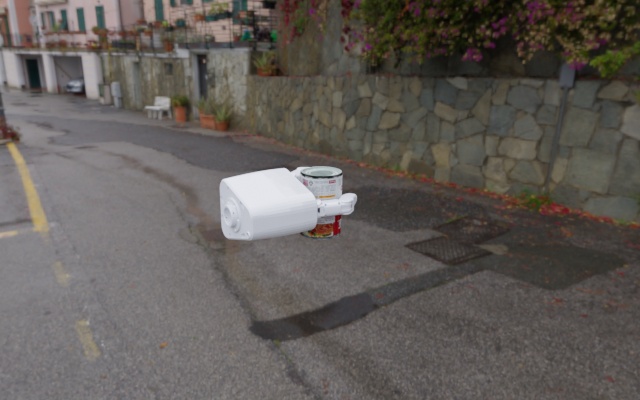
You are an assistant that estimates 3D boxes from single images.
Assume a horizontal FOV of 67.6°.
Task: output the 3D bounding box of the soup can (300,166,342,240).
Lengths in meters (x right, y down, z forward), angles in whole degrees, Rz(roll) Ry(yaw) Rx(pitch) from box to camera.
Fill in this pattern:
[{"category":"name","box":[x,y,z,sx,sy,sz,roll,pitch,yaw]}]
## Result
[{"category":"soup can","box":[0.001,0.002,0.757,0.068,0.102,0.068,1,17,0]}]
